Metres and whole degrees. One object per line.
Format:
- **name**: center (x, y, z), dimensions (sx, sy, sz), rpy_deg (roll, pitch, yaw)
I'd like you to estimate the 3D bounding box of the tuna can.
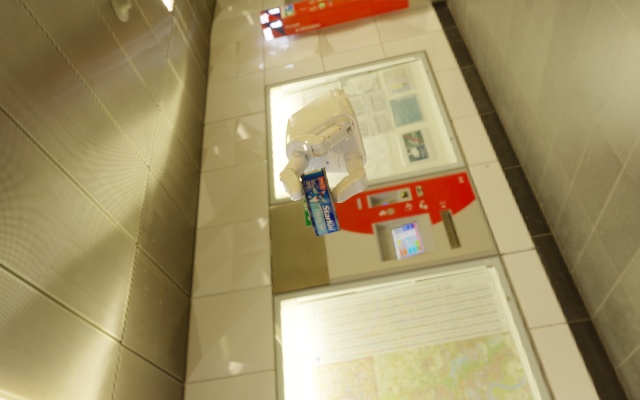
- **tuna can**: center (0.000, 0.002, 0.619), dimensions (0.034, 0.086, 0.086), rpy_deg (-14, 0, 1)
